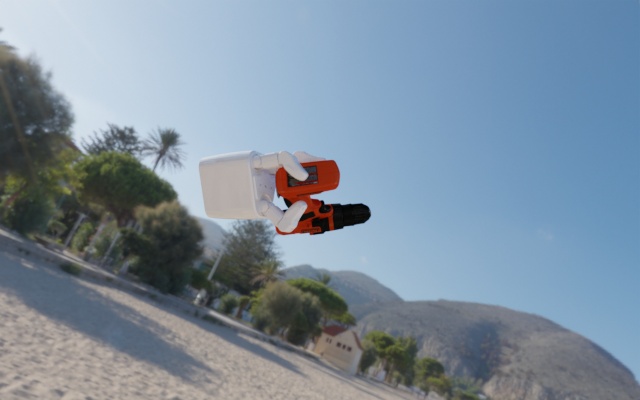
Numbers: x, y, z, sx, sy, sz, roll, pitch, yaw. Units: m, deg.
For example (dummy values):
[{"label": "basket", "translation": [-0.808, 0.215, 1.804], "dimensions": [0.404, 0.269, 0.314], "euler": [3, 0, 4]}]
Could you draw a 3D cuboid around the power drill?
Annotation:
[{"label": "power drill", "translation": [0.000, 0.003, 0.845], "dimensions": [0.184, 0.057, 0.188], "euler": [-9, -30, -1]}]
